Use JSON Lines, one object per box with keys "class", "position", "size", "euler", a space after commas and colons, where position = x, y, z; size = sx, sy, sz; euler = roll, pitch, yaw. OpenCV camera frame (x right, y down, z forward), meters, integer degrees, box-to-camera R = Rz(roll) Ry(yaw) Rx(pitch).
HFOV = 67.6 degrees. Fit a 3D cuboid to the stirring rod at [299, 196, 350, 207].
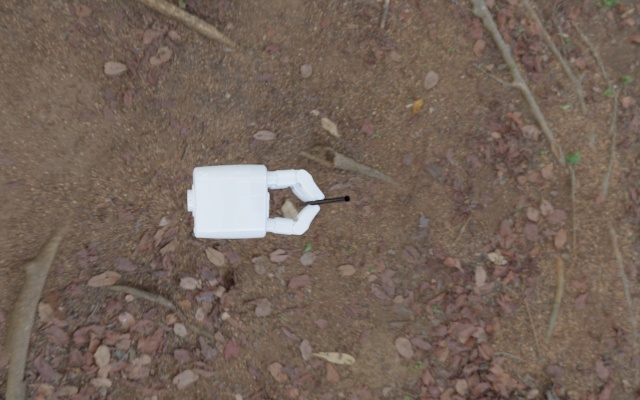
{"class": "stirring rod", "position": [0.000, 0.002, 0.718], "size": [0.011, 0.011, 0.239], "euler": [0, -2, -16]}
